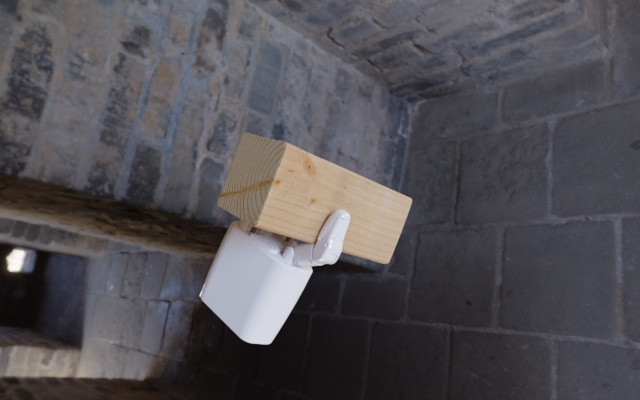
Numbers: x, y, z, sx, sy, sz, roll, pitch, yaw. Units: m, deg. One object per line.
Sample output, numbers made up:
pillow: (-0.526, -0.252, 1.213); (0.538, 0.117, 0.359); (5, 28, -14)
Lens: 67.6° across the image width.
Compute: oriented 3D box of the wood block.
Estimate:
wood block: (0.000, 0.002, 0.561); (0.206, 0.090, 0.091); (20, 1, -40)
